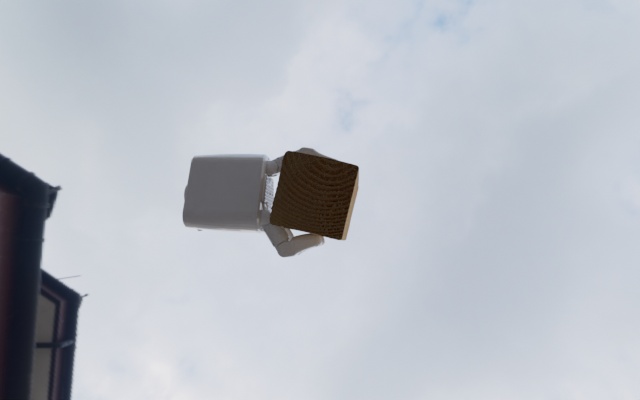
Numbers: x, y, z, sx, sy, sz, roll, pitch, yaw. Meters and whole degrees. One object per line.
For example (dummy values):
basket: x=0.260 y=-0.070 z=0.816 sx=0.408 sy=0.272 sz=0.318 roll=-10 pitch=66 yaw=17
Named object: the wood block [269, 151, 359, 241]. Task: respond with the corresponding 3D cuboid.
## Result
wood block: x=0.000 y=0.002 z=0.648 sx=0.090 sy=0.091 sz=0.206 roll=12 pitch=-3 yaw=5
